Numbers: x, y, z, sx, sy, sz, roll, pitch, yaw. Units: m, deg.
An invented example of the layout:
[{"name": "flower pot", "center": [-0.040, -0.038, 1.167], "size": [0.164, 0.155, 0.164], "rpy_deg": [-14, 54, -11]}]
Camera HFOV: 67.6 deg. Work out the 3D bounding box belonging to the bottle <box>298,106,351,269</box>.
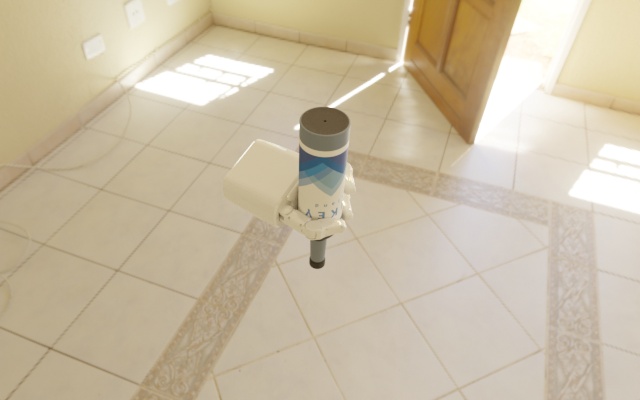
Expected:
[{"name": "bottle", "center": [0.000, 0.002, 0.716], "size": [0.069, 0.296, 0.069], "rpy_deg": [2, 45, -2]}]
